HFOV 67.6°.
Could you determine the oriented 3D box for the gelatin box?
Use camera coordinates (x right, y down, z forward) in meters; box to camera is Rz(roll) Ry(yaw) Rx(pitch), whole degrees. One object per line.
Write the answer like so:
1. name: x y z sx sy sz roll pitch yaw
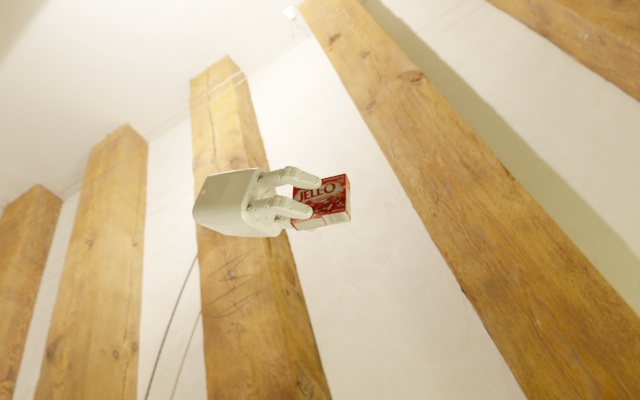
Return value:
1. gelatin box: 0.001 0.003 0.717 0.089 0.073 0.030 -11 -40 17
